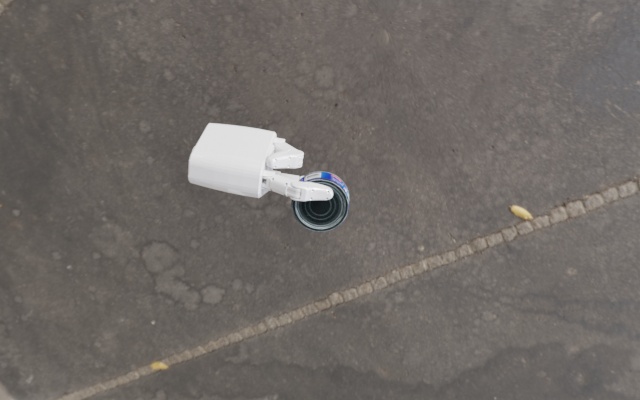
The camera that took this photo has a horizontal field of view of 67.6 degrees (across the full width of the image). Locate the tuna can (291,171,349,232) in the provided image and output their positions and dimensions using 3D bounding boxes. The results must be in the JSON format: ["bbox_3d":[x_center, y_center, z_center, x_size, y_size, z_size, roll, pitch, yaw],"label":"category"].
[{"bbox_3d":[0.000,0.003,0.703,0.086,0.086,0.033,0,22,2],"label":"tuna can"}]
